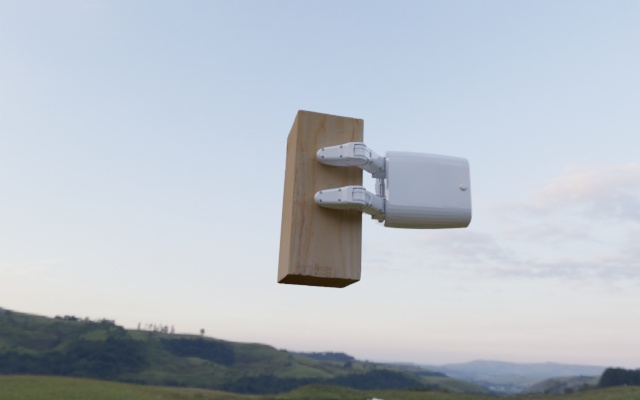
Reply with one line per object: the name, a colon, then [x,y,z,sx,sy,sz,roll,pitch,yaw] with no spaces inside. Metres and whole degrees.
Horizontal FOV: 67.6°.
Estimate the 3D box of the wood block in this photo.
wood block: [0.000,0.002,0.613,0.090,0.206,0.091,6,-18,-11]
